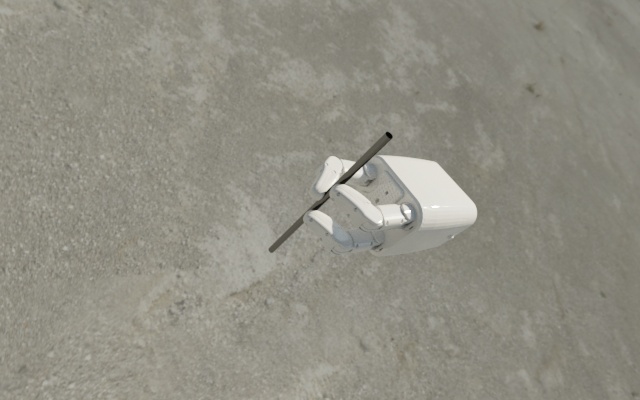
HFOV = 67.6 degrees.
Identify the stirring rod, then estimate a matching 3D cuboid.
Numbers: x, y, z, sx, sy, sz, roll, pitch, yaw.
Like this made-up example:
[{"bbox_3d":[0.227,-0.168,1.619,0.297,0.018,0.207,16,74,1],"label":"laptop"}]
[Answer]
[{"bbox_3d":[0.000,0.002,0.512,0.011,0.011,0.240,0,-30,-36],"label":"stirring rod"}]
